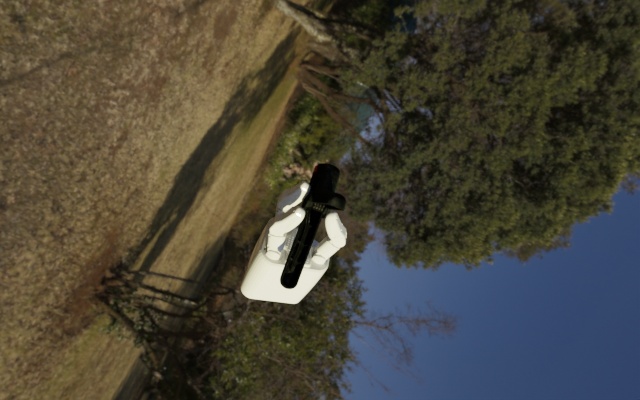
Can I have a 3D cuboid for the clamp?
[{"bbox_3d":[0.001,0.002,0.672,0.036,0.209,0.165,25,-50,-11],"label":"clamp"}]
